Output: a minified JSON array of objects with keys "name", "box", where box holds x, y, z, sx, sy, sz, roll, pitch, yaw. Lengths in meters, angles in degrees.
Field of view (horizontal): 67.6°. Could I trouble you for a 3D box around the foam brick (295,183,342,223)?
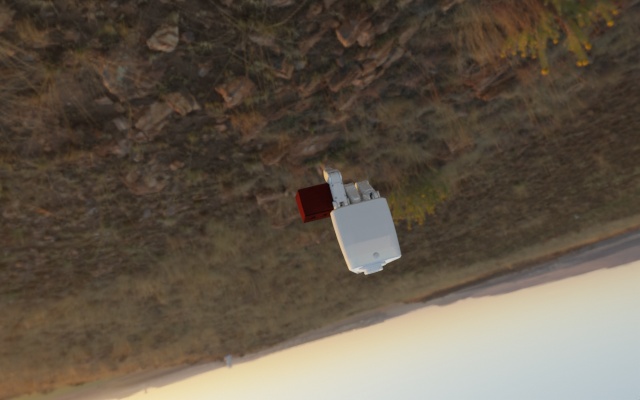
[{"name":"foam brick","box":[0.000,0.003,0.848,0.078,0.051,0.053,-13,-13,-9]}]
